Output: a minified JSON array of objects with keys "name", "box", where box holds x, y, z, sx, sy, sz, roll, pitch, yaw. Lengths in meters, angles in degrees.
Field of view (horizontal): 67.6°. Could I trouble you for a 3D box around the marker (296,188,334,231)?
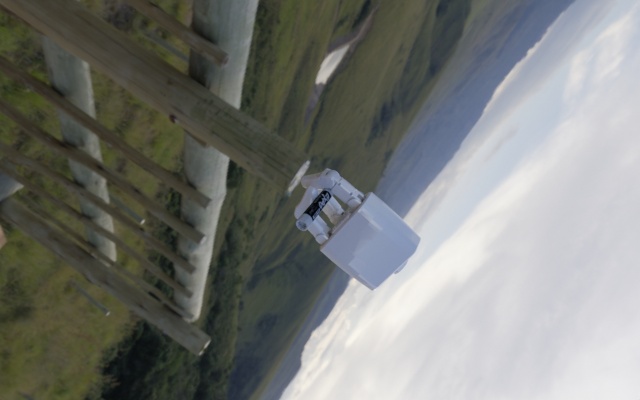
[{"name":"marker","box":[0.000,0.002,0.687,0.020,0.020,0.121,0,31,29]}]
